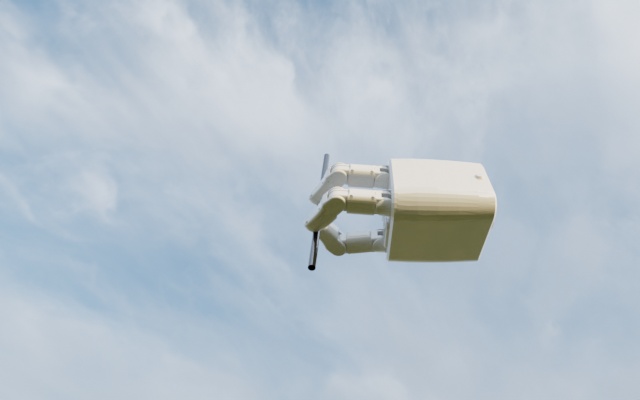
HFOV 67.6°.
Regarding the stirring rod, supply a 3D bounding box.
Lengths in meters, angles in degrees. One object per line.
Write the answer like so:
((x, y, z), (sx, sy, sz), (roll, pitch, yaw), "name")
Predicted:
((0.000, 0.002, 0.573), (0.011, 0.011, 0.239), (0, 33, 5), "stirring rod")
